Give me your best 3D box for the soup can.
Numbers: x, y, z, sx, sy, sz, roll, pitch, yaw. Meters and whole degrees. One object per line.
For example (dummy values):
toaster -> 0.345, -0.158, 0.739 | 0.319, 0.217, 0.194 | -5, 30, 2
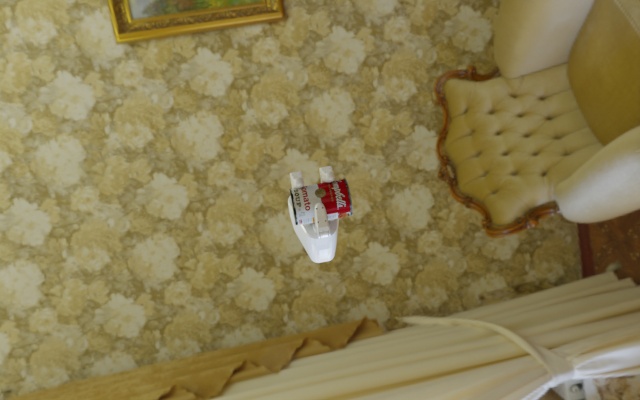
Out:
soup can -> 0.000, 0.003, 0.846 | 0.102, 0.068, 0.068 | -10, 1, -4
